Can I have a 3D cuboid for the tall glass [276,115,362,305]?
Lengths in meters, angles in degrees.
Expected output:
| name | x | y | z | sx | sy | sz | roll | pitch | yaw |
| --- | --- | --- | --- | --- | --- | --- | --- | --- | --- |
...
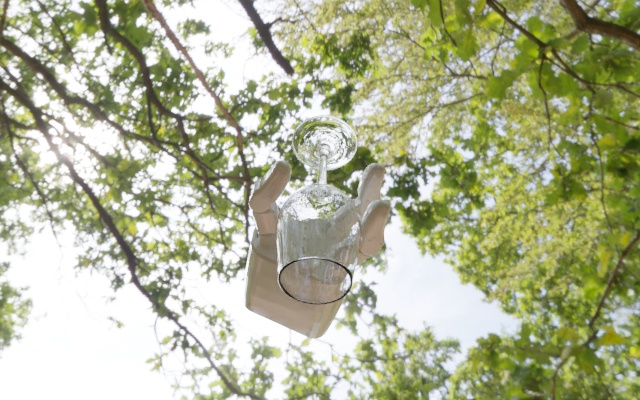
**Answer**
| name | x | y | z | sx | sy | sz | roll | pitch | yaw |
| --- | --- | --- | --- | --- | --- | --- | --- | --- | --- |
| tall glass | 0.000 | 0.001 | 0.466 | 0.079 | 0.079 | 0.200 | 0 | 41 | 3 |
